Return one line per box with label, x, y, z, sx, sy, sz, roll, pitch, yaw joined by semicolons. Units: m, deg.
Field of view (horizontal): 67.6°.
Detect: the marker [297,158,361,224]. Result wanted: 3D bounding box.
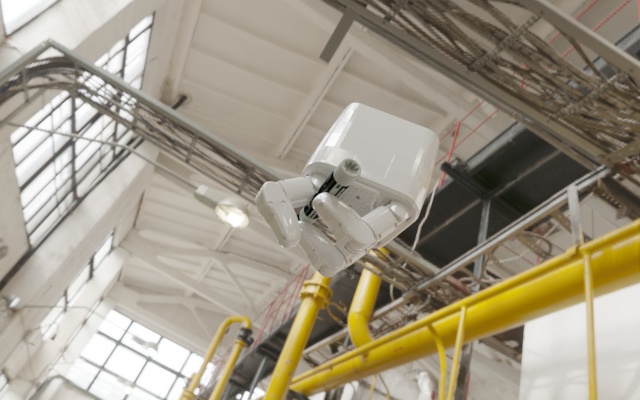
marker;0.000;0.001;0.432;0.020;0.020;0.121;0;-28;-28
